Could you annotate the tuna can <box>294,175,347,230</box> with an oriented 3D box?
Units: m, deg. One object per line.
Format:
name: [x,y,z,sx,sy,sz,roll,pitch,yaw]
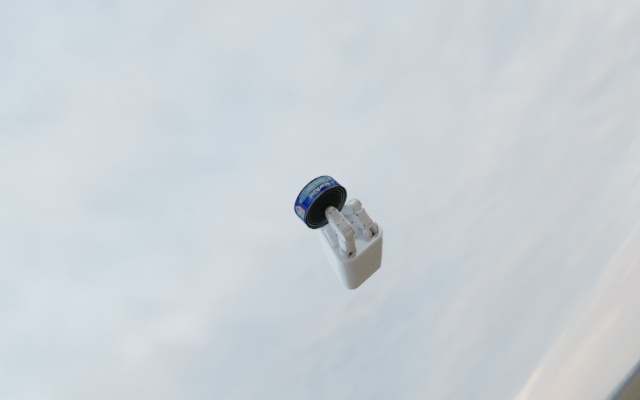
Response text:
tuna can: [0.000,0.002,0.762,0.033,0.086,0.086,43,25,31]
